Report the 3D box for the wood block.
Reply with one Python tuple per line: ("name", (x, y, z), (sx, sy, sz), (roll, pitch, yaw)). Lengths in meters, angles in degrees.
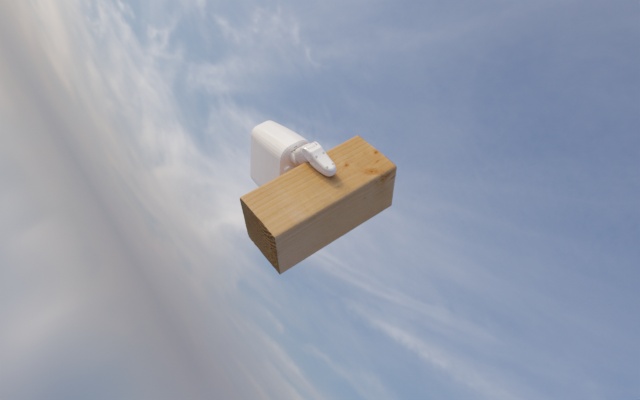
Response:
("wood block", (0.000, 0.002, 0.687), (0.206, 0.091, 0.090), (-30, 54, -22))
